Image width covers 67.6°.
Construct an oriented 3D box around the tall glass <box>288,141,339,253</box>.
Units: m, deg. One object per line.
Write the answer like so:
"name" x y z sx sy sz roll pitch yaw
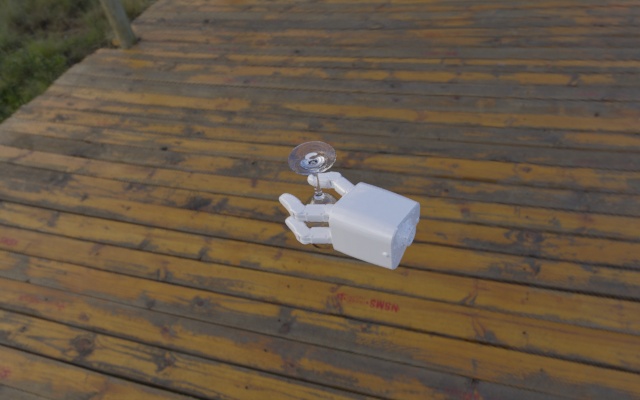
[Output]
"tall glass" 0.000 0.002 0.794 0.079 0.079 0.201 0 -43 10
